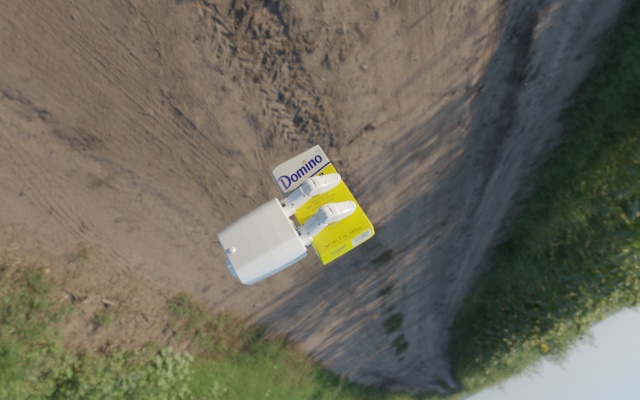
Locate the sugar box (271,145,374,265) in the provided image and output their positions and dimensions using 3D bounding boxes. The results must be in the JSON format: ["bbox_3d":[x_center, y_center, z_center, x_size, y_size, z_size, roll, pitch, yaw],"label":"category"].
[{"bbox_3d":[0.000,0.002,0.751,0.093,0.176,0.048,-29,-26,-6],"label":"sugar box"}]
